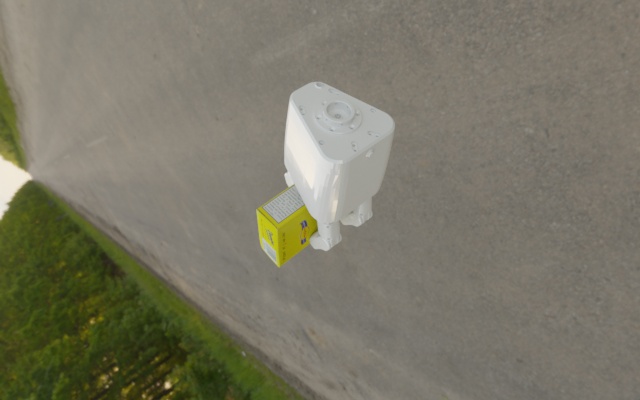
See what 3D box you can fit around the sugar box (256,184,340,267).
[{"bbox_3d":[0.000,0.002,0.618,0.176,0.048,0.093,-34,-27,-24],"label":"sugar box"}]
